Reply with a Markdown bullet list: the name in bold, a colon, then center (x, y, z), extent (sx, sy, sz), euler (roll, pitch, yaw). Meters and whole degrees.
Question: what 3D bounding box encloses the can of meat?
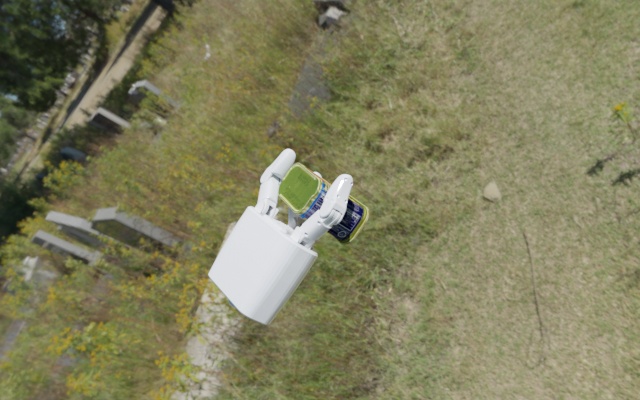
- **can of meat**: center (0.000, 0.002, 0.615), extent (0.084, 0.057, 0.102), euler (32, 4, -30)
